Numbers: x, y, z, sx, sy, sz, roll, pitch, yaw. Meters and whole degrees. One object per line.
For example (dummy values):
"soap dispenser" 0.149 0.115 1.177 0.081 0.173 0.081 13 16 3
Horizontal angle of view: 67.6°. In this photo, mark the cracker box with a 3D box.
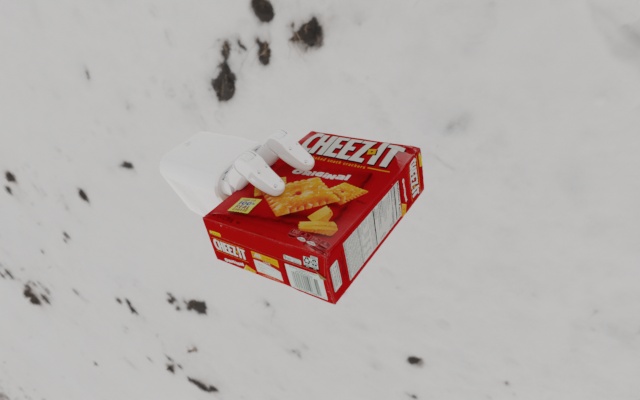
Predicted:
"cracker box" 0.000 0.002 0.552 0.164 0.072 0.213 14 42 32
